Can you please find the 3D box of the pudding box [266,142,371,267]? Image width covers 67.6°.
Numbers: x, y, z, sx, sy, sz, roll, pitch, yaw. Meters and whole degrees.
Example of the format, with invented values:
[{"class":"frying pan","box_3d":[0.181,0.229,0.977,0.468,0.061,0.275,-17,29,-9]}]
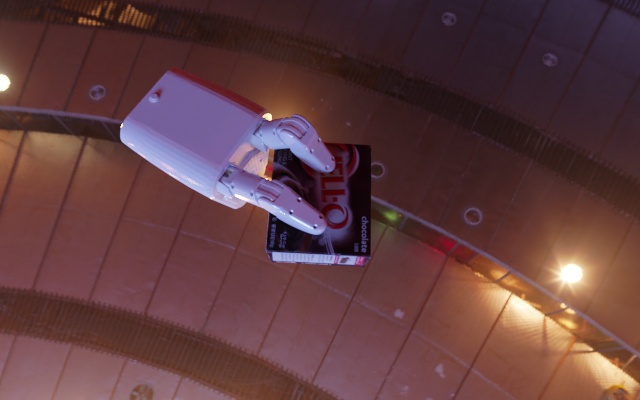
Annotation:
[{"class":"pudding box","box_3d":[0.000,0.001,0.436,0.090,0.113,0.039,3,-22,-1]}]
